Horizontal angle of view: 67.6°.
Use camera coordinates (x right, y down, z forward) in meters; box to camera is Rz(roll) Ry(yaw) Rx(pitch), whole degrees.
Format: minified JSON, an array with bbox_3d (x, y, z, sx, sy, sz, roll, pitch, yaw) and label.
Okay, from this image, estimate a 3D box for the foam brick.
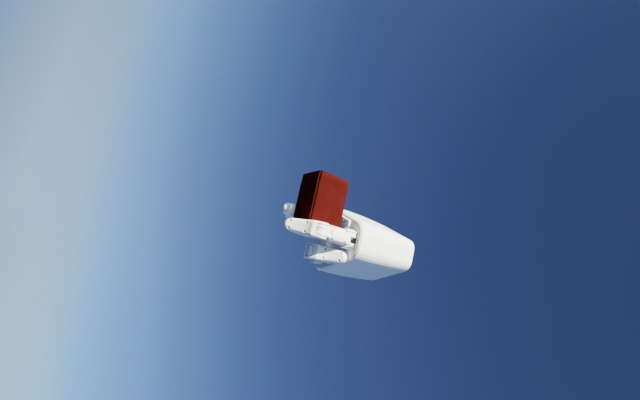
[{"bbox_3d":[0.000,0.002,0.688,0.051,0.078,0.053,18,-10,-28],"label":"foam brick"}]
